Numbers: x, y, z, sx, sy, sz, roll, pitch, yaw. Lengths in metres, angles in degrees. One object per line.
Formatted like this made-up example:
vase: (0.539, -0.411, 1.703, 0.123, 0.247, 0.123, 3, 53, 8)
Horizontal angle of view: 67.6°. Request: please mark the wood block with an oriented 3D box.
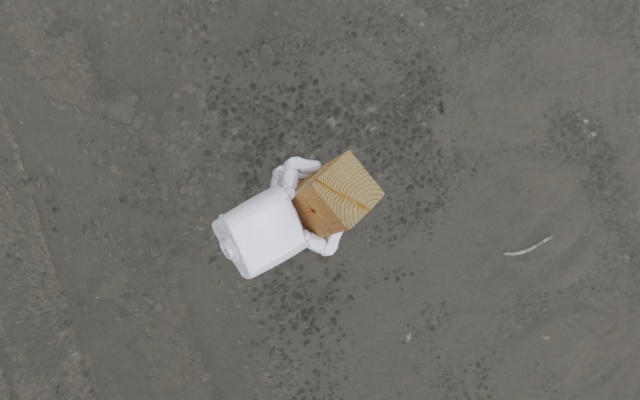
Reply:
wood block: (0.000, 0.003, 0.793, 0.090, 0.091, 0.206, -43, 9, -25)
